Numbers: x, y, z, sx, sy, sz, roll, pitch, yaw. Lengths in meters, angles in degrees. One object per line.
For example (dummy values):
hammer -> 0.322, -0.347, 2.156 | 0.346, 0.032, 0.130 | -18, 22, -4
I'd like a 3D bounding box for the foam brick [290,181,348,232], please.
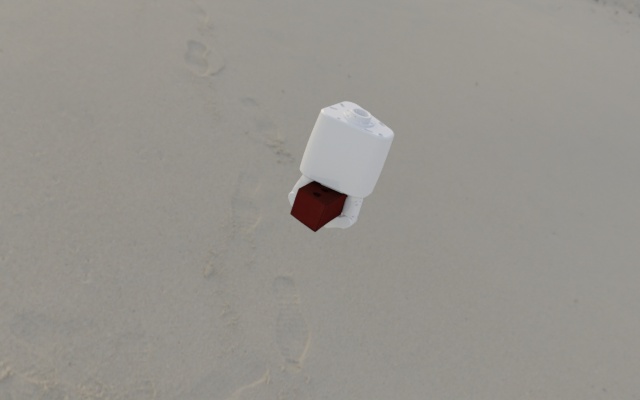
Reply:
foam brick -> 0.000, 0.003, 0.738 | 0.053, 0.051, 0.078 | 33, 35, 19
